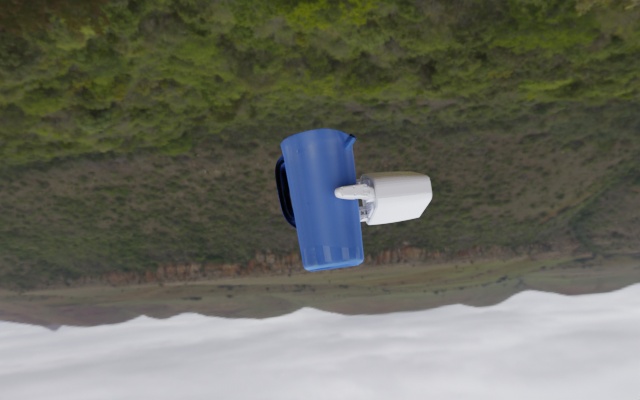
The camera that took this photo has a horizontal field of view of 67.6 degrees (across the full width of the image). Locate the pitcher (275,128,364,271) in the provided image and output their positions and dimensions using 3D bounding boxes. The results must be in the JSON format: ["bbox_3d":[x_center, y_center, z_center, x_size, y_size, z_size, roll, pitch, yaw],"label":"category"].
[{"bbox_3d":[0.000,0.003,0.868,0.145,0.242,0.149,-6,-9,-9],"label":"pitcher"}]
